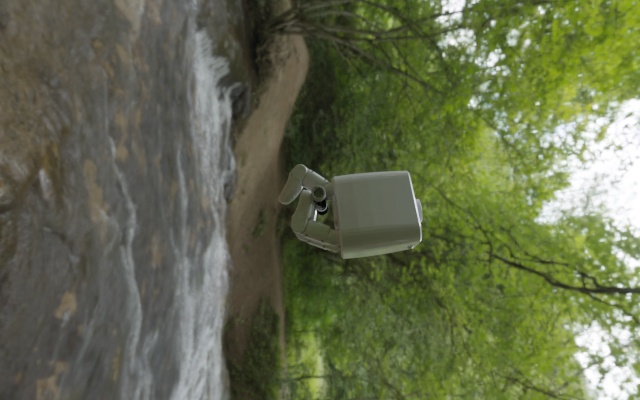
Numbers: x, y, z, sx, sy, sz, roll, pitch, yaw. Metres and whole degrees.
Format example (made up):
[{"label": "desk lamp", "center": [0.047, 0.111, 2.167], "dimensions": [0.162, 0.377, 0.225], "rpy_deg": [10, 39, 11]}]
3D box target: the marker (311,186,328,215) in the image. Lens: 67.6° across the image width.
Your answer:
[{"label": "marker", "center": [0.000, 0.002, 0.676], "dimensions": [0.020, 0.020, 0.121], "rpy_deg": [0, -12, 3]}]
